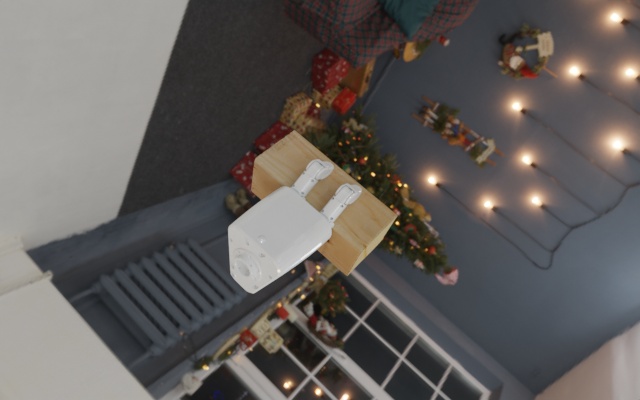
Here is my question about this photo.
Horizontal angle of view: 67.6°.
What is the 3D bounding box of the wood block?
[{"bbox_3d":[0.000,0.003,0.728,0.090,0.206,0.091,-41,-15,-30],"label":"wood block"}]
